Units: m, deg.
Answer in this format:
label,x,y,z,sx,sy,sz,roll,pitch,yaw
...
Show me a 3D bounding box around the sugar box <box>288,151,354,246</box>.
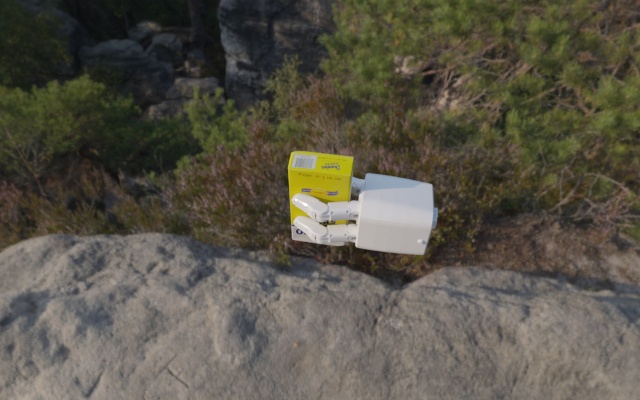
label,x,y,z,sx,sy,sz,roll,pitch,yaw
sugar box,0.000,0.003,0.747,0.093,0.048,0.176,7,-42,6
